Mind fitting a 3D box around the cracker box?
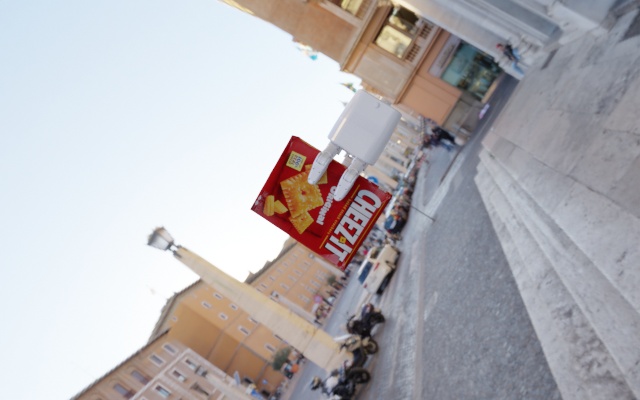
[{"bbox_3d":[0.000,0.003,0.886,0.213,0.164,0.072,33,9,6],"label":"cracker box"}]
